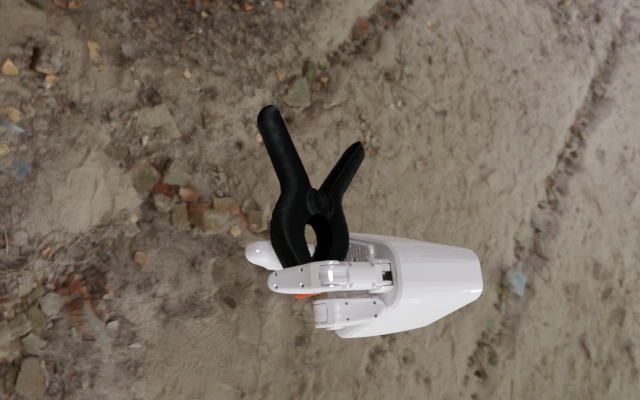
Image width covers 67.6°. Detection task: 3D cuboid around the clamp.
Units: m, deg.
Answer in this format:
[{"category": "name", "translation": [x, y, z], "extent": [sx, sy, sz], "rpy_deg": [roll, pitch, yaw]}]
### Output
[{"category": "clamp", "translation": [0.000, 0.001, 0.438], "extent": [0.120, 0.171, 0.039], "rpy_deg": [5, -17, -32]}]
